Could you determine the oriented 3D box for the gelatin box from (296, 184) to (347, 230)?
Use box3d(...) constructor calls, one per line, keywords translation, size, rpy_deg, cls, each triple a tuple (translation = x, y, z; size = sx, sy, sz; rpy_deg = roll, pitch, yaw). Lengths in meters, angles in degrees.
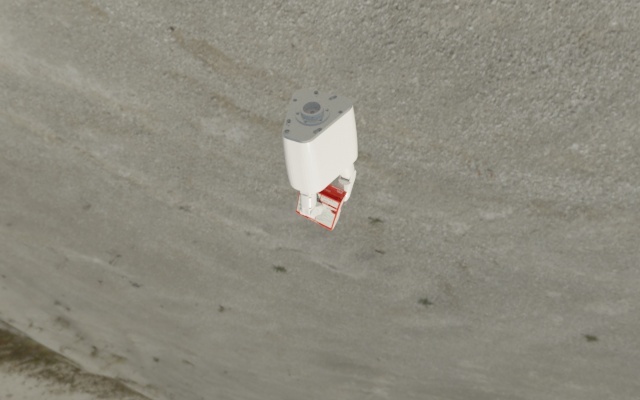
box3d(translation=(0.000, 0.003, 0.810), size=(0.073, 0.030, 0.089), rpy_deg=(26, -35, 8), cls="gelatin box")
